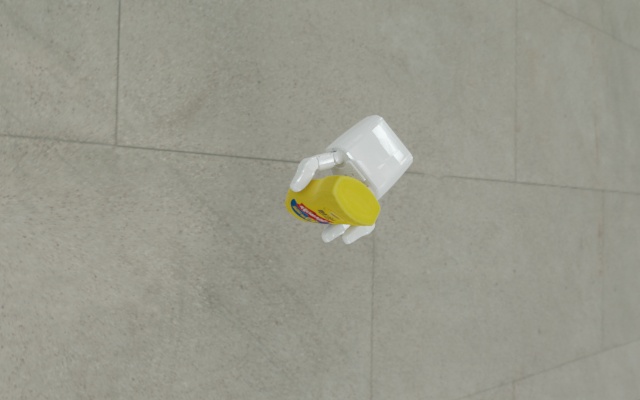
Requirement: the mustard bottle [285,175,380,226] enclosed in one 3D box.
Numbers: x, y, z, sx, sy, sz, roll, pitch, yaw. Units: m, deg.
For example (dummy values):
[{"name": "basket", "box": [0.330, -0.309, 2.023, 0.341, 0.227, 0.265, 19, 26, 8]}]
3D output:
[{"name": "mustard bottle", "box": [0.000, 0.003, 0.767, 0.096, 0.058, 0.191, 36, -21, -30]}]
